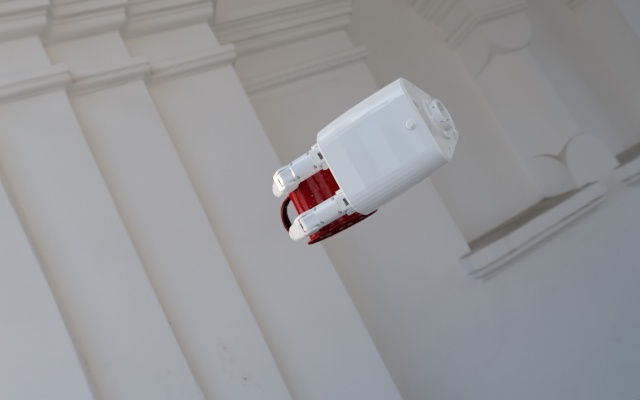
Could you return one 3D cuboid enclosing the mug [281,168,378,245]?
[{"bbox_3d":[-0.001,0.002,0.578,0.117,0.081,0.093,-31,-9,28],"label":"mug"}]
